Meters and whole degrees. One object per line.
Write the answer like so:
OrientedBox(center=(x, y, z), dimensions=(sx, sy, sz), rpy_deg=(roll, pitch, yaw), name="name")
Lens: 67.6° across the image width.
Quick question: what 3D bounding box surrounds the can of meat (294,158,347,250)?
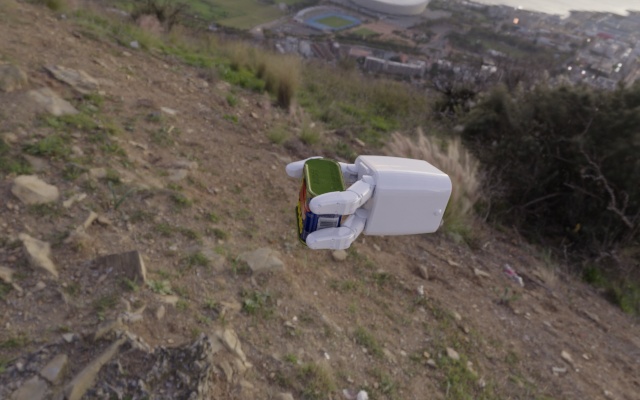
OrientedBox(center=(0.000, 0.002, 0.644), dimensions=(0.057, 0.084, 0.102), rpy_deg=(4, 36, -10), name="can of meat")
